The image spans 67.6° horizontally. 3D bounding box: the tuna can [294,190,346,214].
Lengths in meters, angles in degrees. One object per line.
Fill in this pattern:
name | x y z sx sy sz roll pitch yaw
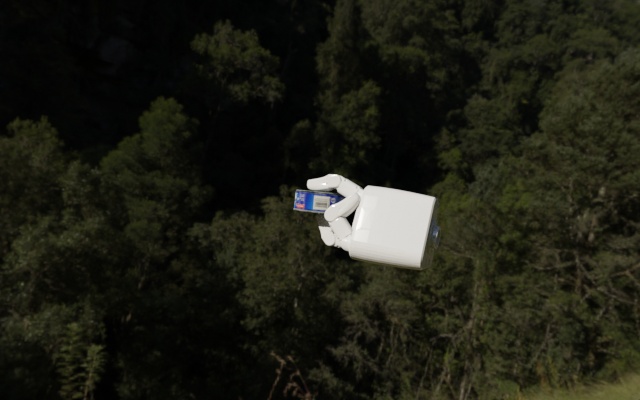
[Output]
tuna can | 0.000 0.002 0.779 0.086 0.034 0.086 5 1 0
